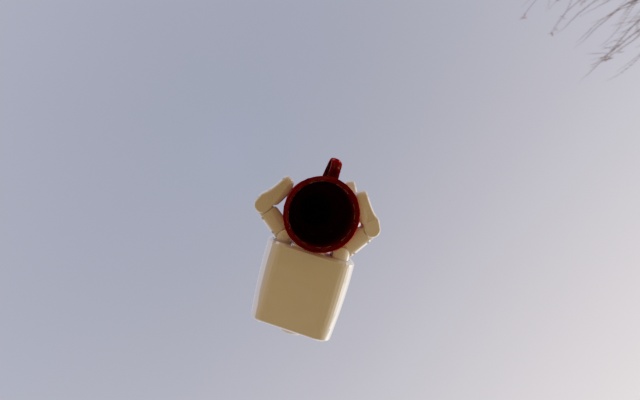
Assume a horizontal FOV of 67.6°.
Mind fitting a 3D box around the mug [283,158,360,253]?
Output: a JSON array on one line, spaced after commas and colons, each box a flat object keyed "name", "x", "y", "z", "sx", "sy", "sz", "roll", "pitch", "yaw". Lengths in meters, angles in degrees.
[{"name": "mug", "x": 0.000, "y": 0.001, "z": 0.605, "sx": 0.093, "sy": 0.117, "sz": 0.081, "roll": 16, "pitch": 3, "yaw": -9}]
